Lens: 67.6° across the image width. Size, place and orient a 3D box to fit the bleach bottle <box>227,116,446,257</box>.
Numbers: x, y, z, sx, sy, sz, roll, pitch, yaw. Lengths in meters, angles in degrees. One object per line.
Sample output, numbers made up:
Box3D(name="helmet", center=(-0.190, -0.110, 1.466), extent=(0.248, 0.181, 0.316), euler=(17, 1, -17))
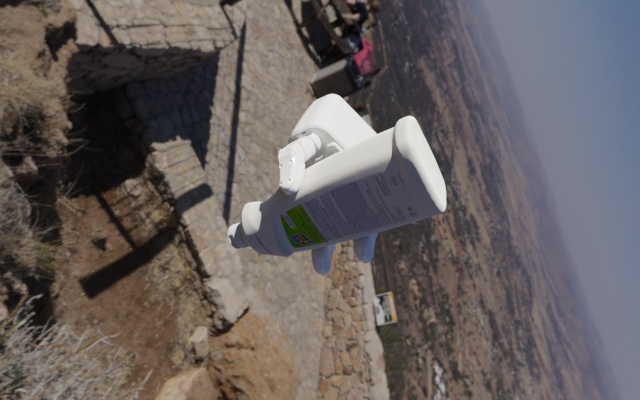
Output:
Box3D(name="bleach bottle", center=(0.000, 0.002, 0.519), extent=(0.251, 0.103, 0.068), euler=(-19, 28, 25))
